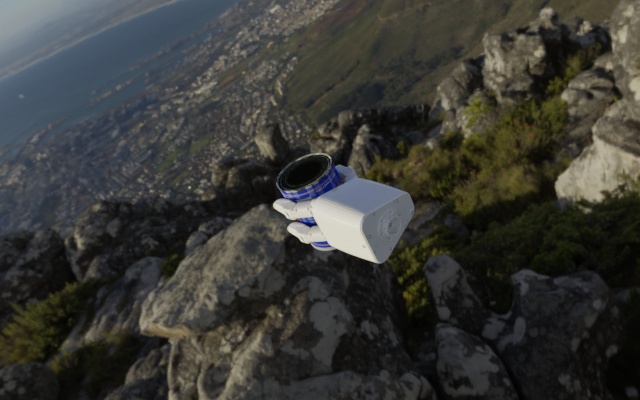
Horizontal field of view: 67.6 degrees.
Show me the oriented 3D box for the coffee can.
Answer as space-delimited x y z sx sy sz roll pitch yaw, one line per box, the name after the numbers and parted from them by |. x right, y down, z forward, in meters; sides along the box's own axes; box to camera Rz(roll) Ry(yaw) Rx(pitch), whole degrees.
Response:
0.000 0.003 0.832 0.103 0.140 0.102 -20 34 14 | coffee can
